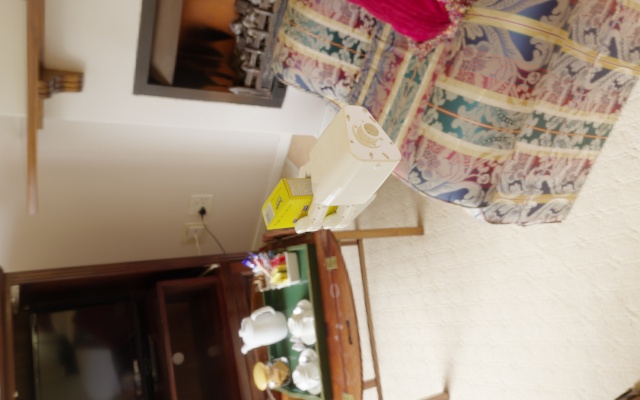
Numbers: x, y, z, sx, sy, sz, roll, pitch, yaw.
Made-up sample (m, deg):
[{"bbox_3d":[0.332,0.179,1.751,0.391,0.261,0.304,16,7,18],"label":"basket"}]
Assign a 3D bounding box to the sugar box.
[{"bbox_3d":[0.000,0.003,0.791,0.176,0.048,0.093,-2,-31,-33],"label":"sugar box"}]
